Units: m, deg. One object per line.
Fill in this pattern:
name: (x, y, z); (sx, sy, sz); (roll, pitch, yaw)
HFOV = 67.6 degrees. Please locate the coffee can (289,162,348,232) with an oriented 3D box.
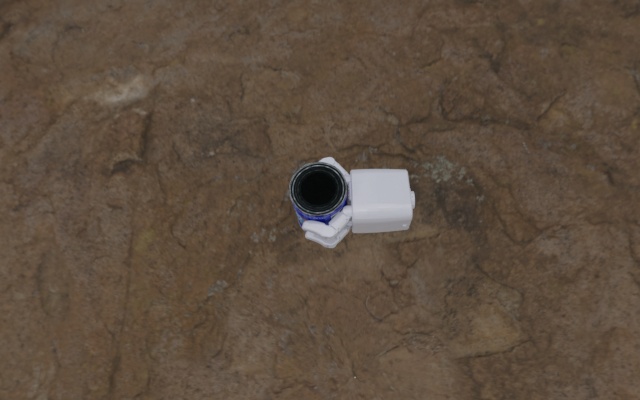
coffee can: (0.000, 0.003, 0.895); (0.103, 0.102, 0.140); (0, -20, 4)
